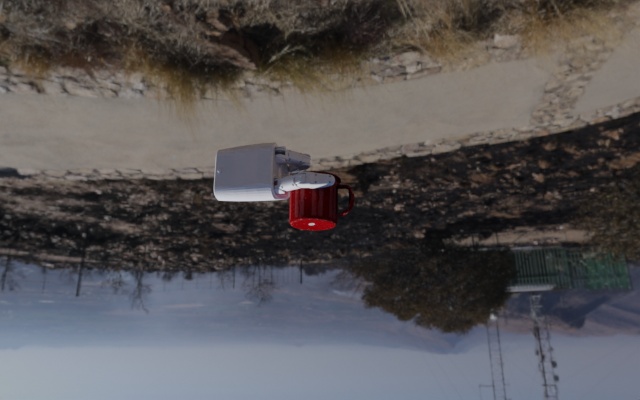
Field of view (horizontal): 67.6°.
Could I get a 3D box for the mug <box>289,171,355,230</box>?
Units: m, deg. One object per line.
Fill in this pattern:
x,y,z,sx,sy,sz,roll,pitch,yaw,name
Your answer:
0.002,0.003,0.810,0.117,0.081,0.093,-3,-18,13,mug
